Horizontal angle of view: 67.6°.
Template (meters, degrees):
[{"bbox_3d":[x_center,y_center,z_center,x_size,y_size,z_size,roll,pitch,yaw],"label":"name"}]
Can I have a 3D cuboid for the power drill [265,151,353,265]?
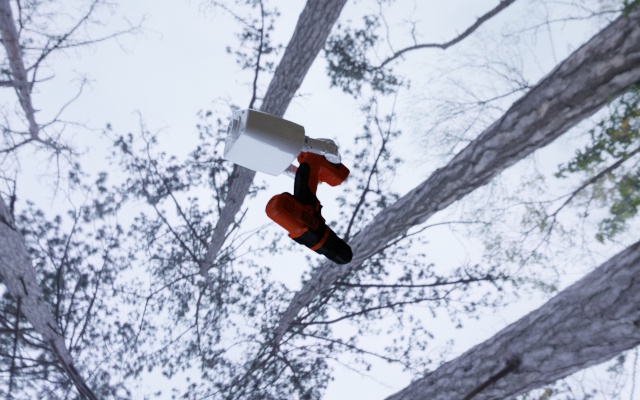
[{"bbox_3d":[0.000,0.002,0.849,0.184,0.187,0.057,39,-46,-25],"label":"power drill"}]
